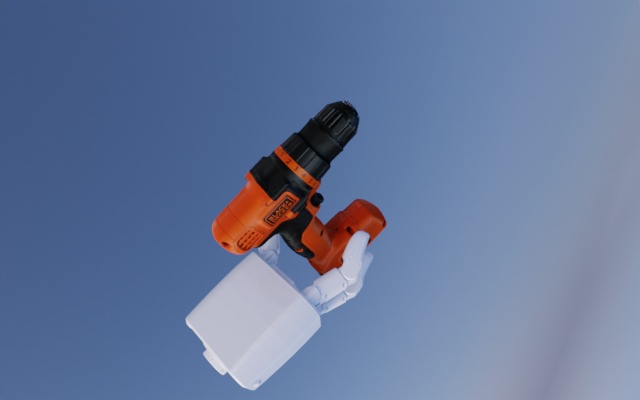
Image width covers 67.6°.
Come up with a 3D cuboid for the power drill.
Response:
[{"bbox_3d":[0.000,0.002,0.516,0.188,0.184,0.057,38,10,-50],"label":"power drill"}]
